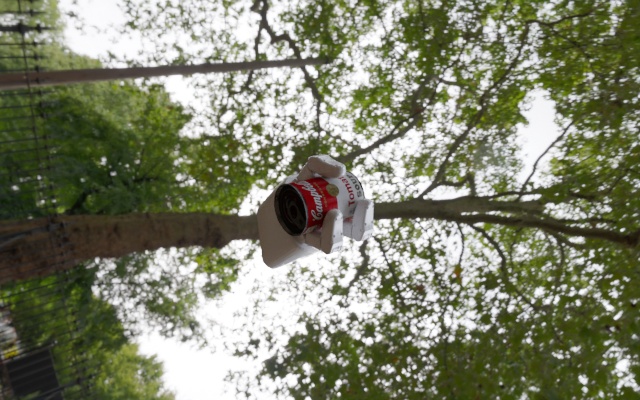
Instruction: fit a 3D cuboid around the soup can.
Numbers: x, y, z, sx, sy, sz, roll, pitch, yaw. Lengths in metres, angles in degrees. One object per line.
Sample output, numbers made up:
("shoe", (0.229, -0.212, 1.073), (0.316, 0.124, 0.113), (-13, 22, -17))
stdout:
("soup can", (0.001, 0.002, 0.627), (0.102, 0.068, 0.068), (-15, 9, -37))
